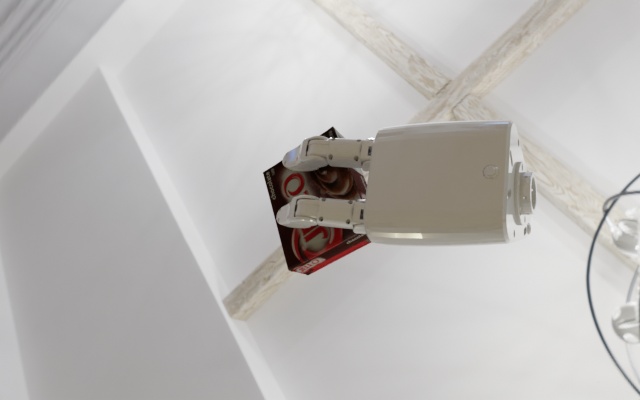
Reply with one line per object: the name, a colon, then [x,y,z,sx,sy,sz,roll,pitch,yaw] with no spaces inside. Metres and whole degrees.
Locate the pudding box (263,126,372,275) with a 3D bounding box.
pudding box: [0.000,0.001,0.450,0.090,0.113,0.039,-30,-33,22]
